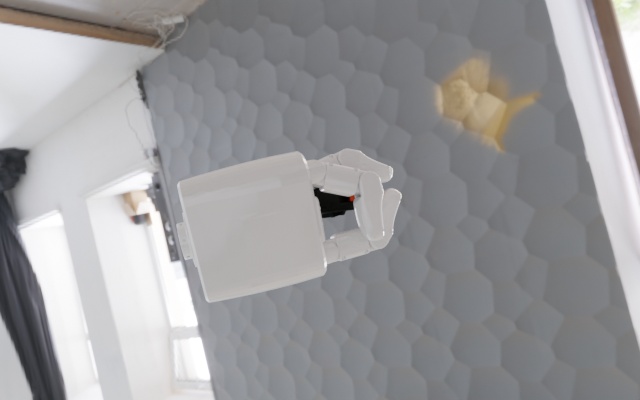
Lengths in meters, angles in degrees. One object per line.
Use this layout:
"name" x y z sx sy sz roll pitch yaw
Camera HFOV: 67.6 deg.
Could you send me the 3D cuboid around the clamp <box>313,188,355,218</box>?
"clamp" 0.000 0.002 0.509 0.120 0.039 0.171 -14 -2 -13
